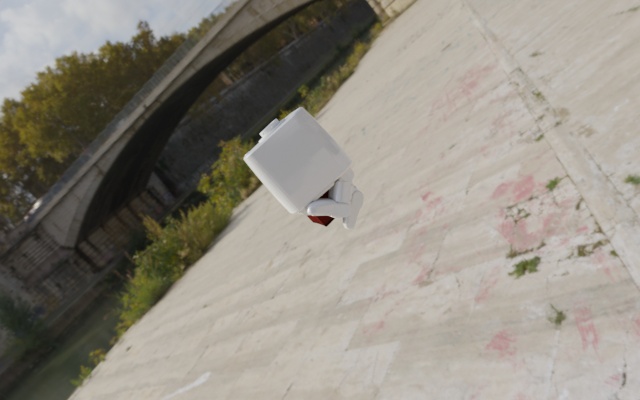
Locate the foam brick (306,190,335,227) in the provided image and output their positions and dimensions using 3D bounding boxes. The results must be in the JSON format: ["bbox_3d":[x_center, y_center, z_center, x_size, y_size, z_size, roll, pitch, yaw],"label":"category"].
[{"bbox_3d":[0.000,0.003,0.749,0.053,0.051,0.078,-45,13,-10],"label":"foam brick"}]
